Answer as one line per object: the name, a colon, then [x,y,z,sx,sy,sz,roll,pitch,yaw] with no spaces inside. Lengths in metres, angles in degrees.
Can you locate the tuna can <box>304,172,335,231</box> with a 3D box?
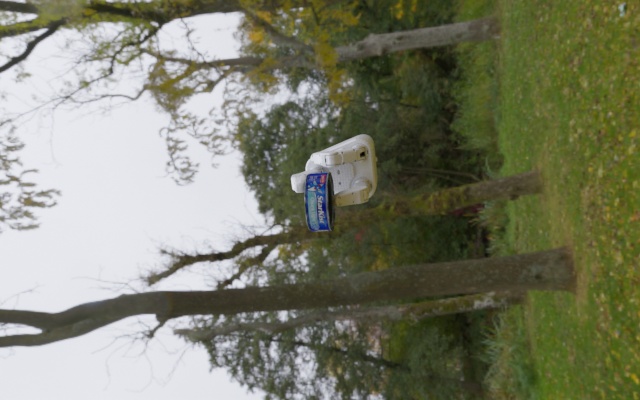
tuna can: [0.000,0.002,0.692,0.034,0.086,0.086,-2,0,8]
